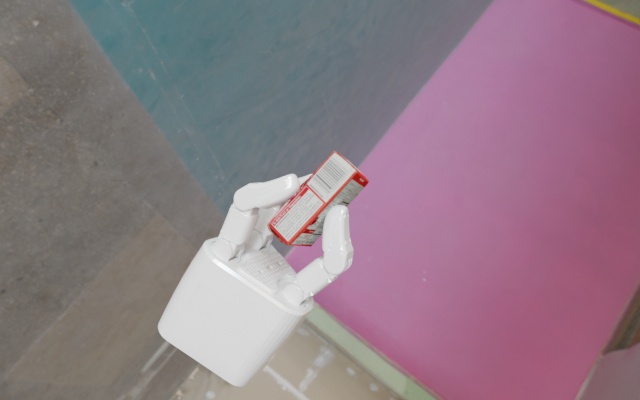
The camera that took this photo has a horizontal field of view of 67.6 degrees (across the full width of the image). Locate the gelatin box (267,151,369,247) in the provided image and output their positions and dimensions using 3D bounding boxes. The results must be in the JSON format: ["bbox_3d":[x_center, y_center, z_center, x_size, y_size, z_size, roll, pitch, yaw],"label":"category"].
[{"bbox_3d":[0.001,0.001,0.432,0.030,0.089,0.073,44,7,14],"label":"gelatin box"}]
